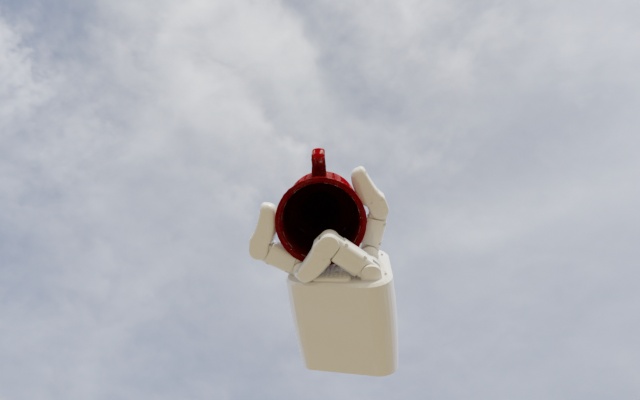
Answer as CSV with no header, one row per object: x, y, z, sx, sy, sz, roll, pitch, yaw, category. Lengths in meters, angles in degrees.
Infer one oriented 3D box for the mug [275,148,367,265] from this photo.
0.000,0.000,0.516,0.093,0.117,0.081,-5,13,3,mug
